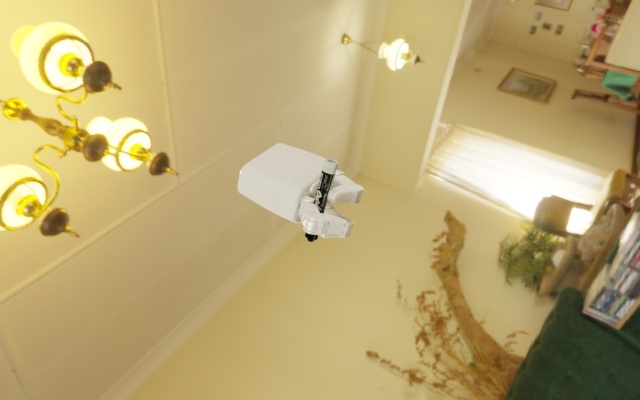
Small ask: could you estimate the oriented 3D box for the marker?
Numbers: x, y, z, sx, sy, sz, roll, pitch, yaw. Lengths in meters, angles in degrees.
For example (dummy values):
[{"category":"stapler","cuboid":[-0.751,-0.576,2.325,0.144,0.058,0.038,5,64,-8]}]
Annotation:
[{"category":"marker","cuboid":[0.000,0.002,0.650,0.020,0.121,0.020,13,22,-5]}]
